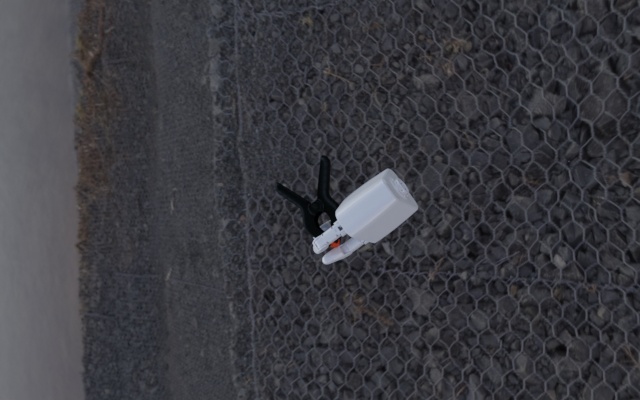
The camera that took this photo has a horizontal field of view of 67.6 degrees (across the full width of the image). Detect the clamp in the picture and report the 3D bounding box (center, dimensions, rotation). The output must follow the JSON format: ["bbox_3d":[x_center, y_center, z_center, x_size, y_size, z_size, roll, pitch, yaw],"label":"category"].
[{"bbox_3d":[0.000,0.003,0.895,0.120,0.171,0.039,-39,-13,19],"label":"clamp"}]
